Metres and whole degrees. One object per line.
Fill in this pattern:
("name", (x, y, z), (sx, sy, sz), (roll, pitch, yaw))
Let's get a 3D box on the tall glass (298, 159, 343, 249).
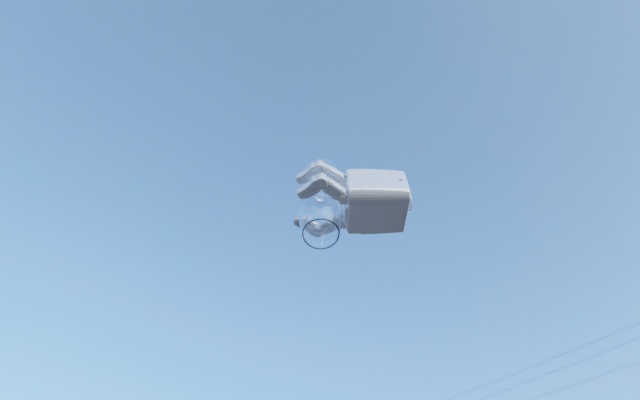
("tall glass", (0.000, 0.003, 0.860), (0.079, 0.079, 0.201), (0, 32, 0))
